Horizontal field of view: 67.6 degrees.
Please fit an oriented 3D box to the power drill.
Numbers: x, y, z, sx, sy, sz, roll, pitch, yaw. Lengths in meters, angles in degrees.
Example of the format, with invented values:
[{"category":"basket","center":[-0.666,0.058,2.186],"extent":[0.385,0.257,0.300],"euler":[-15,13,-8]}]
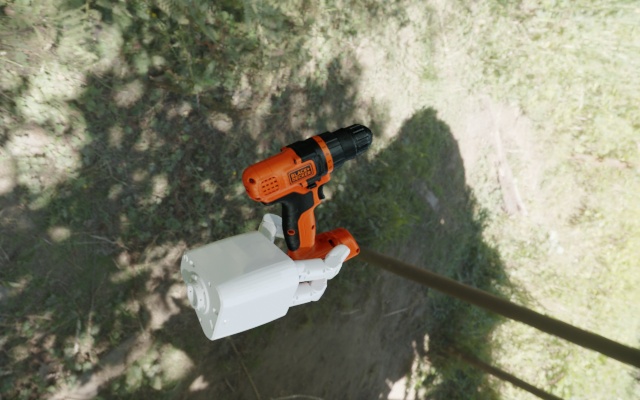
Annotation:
[{"category":"power drill","center":[0.000,0.003,0.649],"extent":[0.184,0.188,0.057],"euler":[-24,32,-16]}]
